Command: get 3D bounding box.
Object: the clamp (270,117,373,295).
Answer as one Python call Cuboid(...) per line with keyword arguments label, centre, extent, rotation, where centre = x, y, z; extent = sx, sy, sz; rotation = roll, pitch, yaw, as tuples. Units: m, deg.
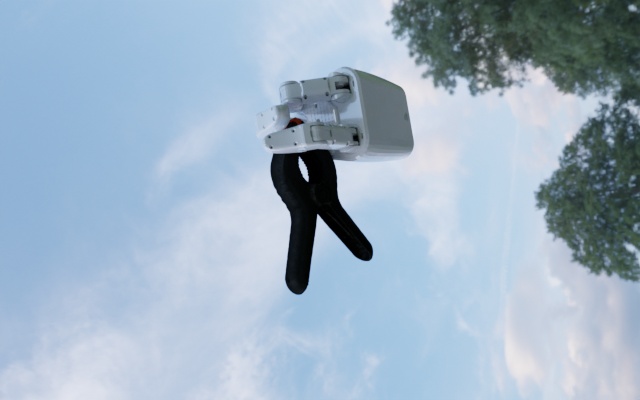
Cuboid(label="clamp", centre=(0.000, 0.002, 0.491), extent=(0.039, 0.171, 0.120), rotation=(-12, -5, 39))
